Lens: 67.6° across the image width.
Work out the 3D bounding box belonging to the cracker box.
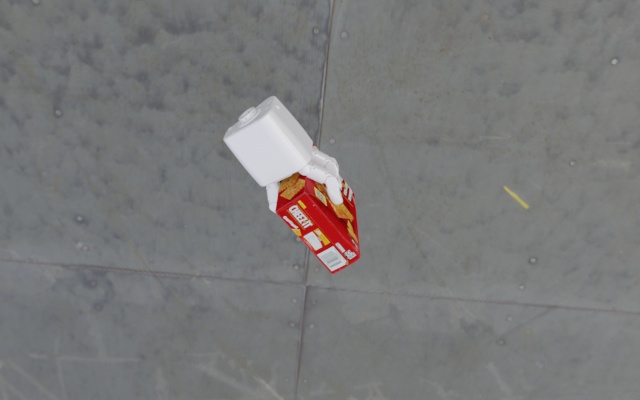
[{"bbox_3d":[0.000,0.003,0.872,0.072,0.164,0.213,-31,26,19],"label":"cracker box"}]
